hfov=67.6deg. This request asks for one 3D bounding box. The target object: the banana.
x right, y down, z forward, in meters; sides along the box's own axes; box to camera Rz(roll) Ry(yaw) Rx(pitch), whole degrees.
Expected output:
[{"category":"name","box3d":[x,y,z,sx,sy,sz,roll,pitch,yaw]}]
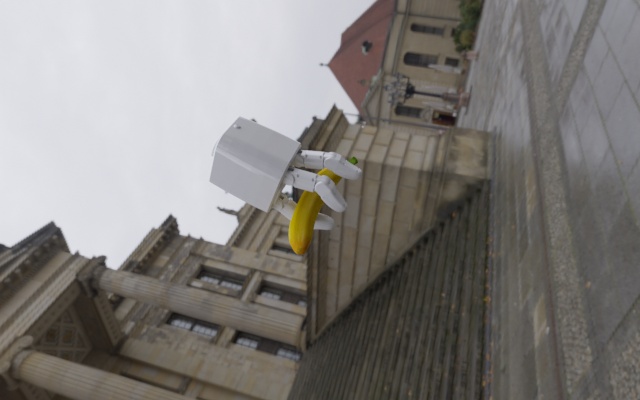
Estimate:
[{"category":"banana","box3d":[-0.009,0.005,0.724,0.037,0.197,0.070,41,-35,-17]}]
